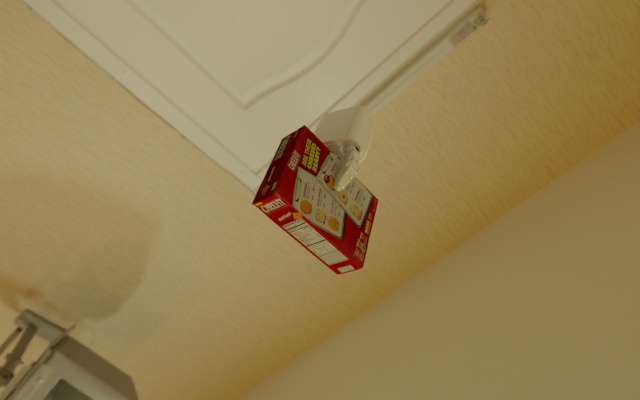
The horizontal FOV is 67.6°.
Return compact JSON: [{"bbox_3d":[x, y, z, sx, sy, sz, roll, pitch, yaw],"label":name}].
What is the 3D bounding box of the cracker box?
[{"bbox_3d":[0.000,0.003,0.834,0.072,0.164,0.214,-24,-56,40],"label":"cracker box"}]
